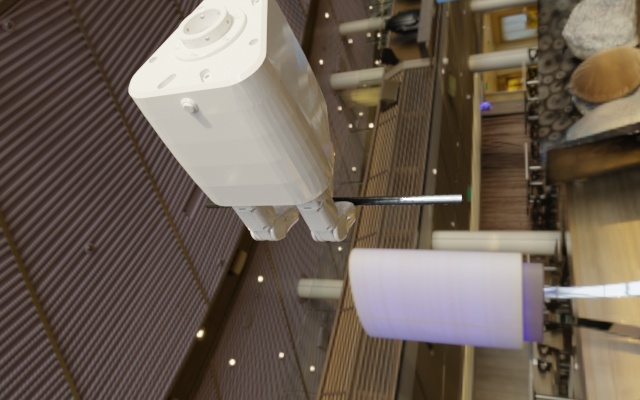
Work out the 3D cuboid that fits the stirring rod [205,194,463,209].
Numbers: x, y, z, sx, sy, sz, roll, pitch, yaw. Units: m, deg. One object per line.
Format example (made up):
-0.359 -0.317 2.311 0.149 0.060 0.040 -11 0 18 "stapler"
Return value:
0.000 0.001 0.420 0.239 0.011 0.011 -1 -1 24 "stirring rod"
